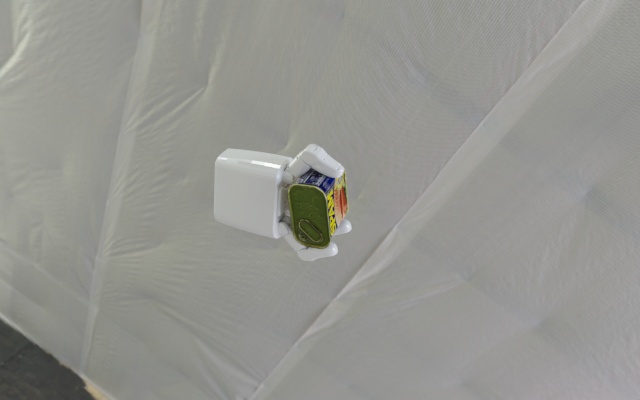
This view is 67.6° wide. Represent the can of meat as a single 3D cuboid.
[{"bbox_3d":[0.000,0.002,0.672,0.057,0.102,0.084,8,35,22],"label":"can of meat"}]
